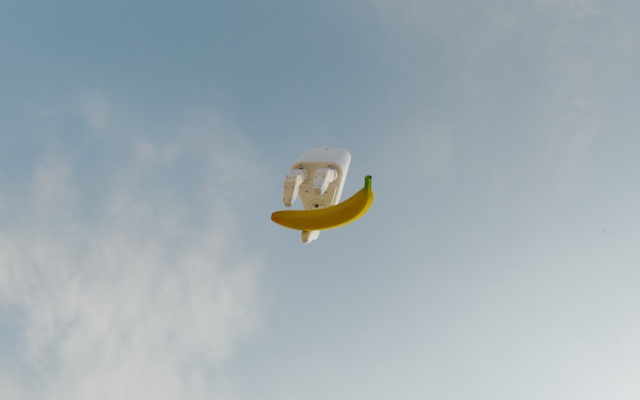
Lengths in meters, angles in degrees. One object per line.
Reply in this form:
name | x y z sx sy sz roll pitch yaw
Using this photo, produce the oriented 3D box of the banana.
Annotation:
banana | 0.012 0.017 0.793 0.198 0.070 0.037 -22 19 25
